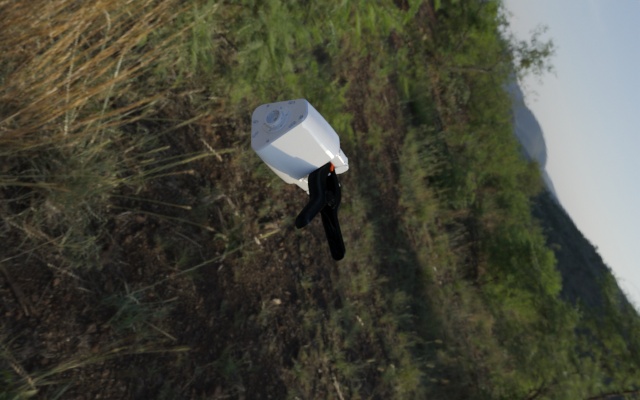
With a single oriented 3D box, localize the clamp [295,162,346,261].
[{"bbox_3d":[0.001,0.002,0.779,0.039,0.171,0.120,-18,-34,22],"label":"clamp"}]
